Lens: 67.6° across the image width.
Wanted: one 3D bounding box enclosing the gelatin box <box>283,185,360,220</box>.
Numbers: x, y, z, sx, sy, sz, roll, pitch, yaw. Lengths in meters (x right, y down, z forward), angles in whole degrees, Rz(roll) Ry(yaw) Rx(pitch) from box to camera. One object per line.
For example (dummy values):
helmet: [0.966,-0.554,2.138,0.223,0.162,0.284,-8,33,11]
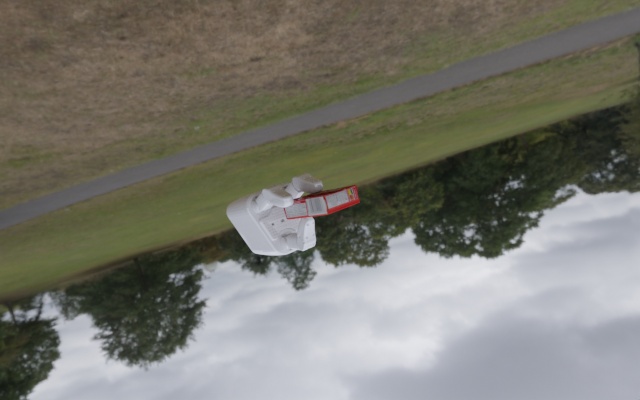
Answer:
gelatin box: [0.000,0.003,0.698,0.089,0.030,0.073,-9,6,45]
